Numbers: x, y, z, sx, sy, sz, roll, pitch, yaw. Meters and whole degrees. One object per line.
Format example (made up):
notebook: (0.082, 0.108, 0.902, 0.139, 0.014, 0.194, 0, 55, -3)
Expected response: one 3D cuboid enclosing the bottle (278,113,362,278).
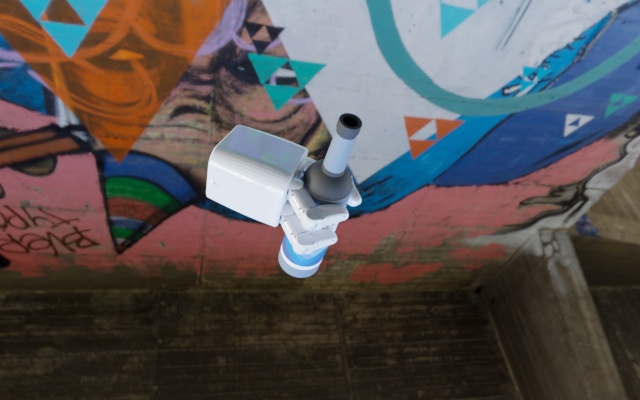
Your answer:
bottle: (0.000, 0.002, 0.643, 0.069, 0.069, 0.296, 0, -38, -17)
